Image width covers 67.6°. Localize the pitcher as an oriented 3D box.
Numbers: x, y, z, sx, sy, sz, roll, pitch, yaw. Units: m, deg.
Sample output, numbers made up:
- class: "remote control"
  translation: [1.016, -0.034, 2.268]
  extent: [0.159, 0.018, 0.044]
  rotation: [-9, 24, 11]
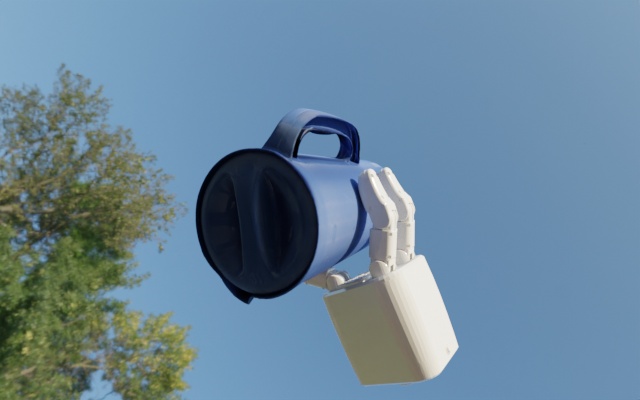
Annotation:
- class: "pitcher"
  translation: [0.000, 0.002, 0.510]
  extent: [0.149, 0.145, 0.243]
  rotation: [-27, -8, 29]
